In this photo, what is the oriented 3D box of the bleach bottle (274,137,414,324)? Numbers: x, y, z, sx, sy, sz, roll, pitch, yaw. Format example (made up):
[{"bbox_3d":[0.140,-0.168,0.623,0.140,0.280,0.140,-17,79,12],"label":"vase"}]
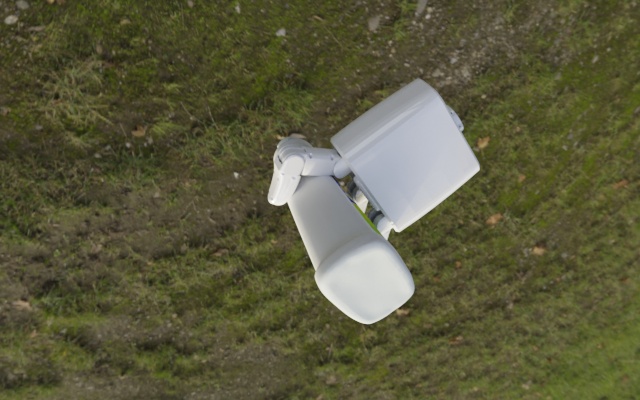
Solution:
[{"bbox_3d":[0.000,0.002,0.486,0.103,0.068,0.250,50,6,-42],"label":"bleach bottle"}]
